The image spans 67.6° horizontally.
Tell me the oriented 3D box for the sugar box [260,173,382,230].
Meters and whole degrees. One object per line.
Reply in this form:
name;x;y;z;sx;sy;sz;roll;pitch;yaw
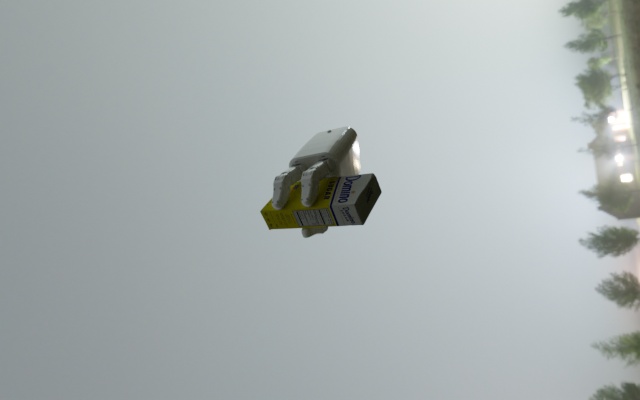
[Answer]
sugar box;0.000;0.002;0.766;0.176;0.048;0.093;-8;30;32
